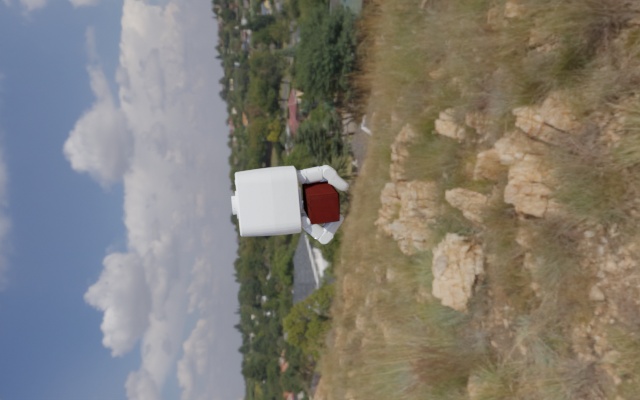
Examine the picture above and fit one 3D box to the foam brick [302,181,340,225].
[{"bbox_3d":[0.000,0.003,0.831,0.051,0.053,0.078,-6,19,-10],"label":"foam brick"}]
